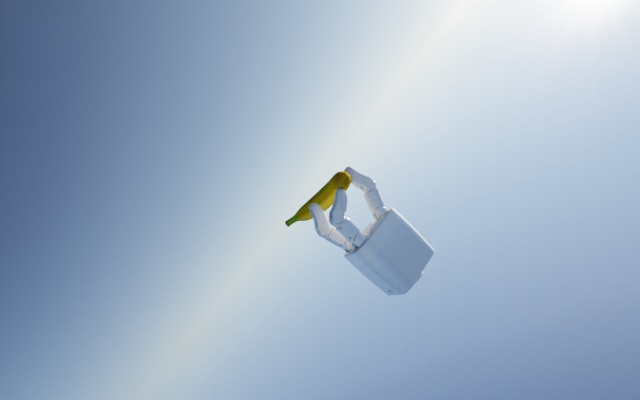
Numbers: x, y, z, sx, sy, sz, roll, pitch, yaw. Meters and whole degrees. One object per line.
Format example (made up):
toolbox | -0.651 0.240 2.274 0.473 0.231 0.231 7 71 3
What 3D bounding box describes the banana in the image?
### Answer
banana | 0.009 -0.005 0.847 0.069 0.037 0.198 -43 0 -42
